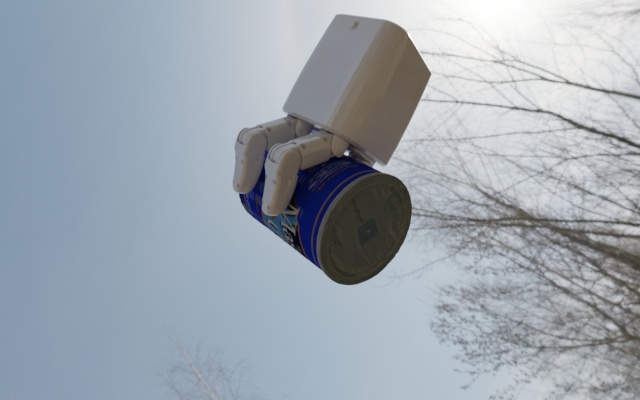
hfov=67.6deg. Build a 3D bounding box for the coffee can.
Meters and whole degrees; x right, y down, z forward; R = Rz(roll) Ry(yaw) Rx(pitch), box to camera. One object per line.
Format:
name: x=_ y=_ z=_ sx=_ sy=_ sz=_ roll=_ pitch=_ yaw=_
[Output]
coffee can: x=0.000 y=0.002 z=0.452 sx=0.103 sy=0.103 sz=0.140 roll=0 pitch=21 yaw=-40
